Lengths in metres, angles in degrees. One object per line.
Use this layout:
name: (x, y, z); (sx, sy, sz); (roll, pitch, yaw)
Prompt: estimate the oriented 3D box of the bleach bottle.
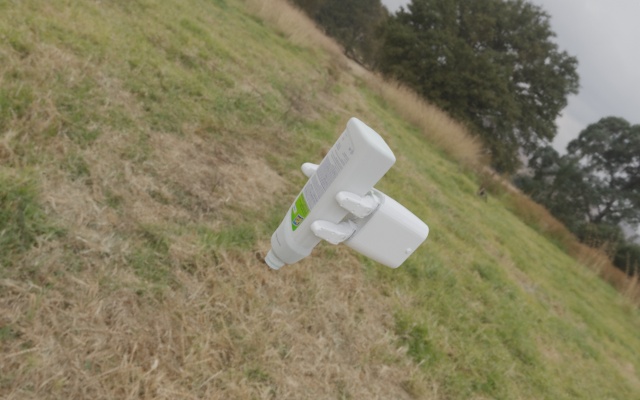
bleach bottle: (0.000, 0.002, 0.712); (0.068, 0.251, 0.102); (31, 21, -26)
